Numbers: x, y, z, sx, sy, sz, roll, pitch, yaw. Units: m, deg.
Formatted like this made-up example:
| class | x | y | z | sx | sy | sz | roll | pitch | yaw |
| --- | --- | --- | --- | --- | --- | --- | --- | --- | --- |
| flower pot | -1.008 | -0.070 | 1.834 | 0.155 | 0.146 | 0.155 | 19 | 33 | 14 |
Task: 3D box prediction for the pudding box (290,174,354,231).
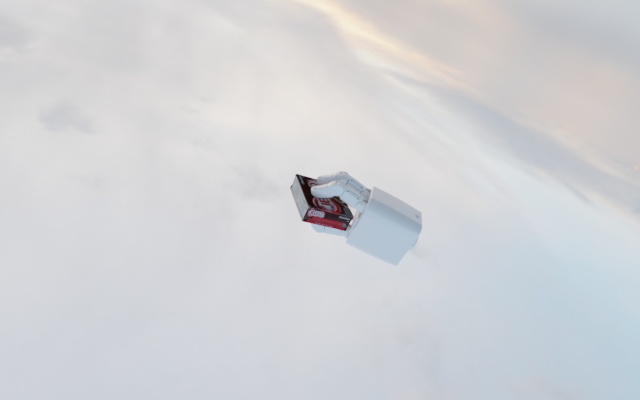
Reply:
| class | x | y | z | sx | sy | sz | roll | pitch | yaw |
| --- | --- | --- | --- | --- | --- | --- | --- | --- | --- |
| pudding box | 0.000 | 0.003 | 0.869 | 0.090 | 0.039 | 0.113 | 15 | 26 | -26 |
